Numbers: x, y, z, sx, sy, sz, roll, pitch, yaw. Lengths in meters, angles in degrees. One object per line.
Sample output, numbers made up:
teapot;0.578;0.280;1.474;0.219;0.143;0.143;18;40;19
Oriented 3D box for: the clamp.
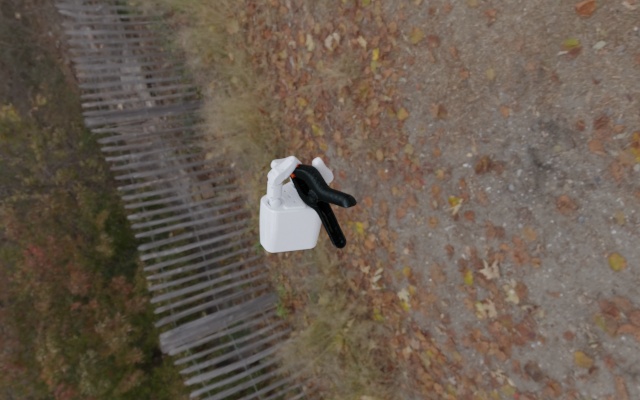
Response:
clamp;0.000;0.003;0.834;0.039;0.120;0.171;-17;43;-31
